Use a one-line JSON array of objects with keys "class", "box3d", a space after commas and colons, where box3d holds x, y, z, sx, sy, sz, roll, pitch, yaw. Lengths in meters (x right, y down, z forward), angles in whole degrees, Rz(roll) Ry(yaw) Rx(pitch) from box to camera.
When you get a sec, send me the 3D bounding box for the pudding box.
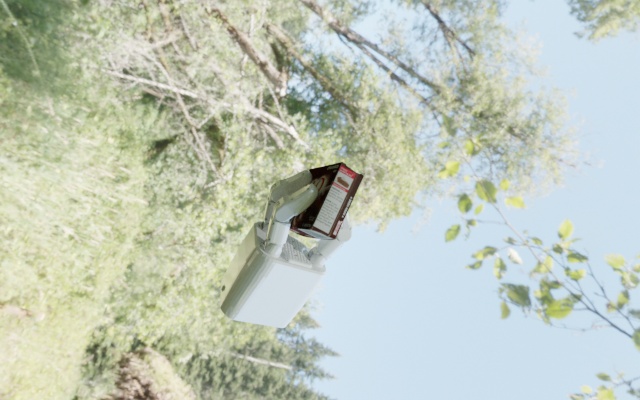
[{"class": "pudding box", "box3d": [0.000, 0.002, 0.605, 0.039, 0.090, 0.113, 28, -11, -21]}]
